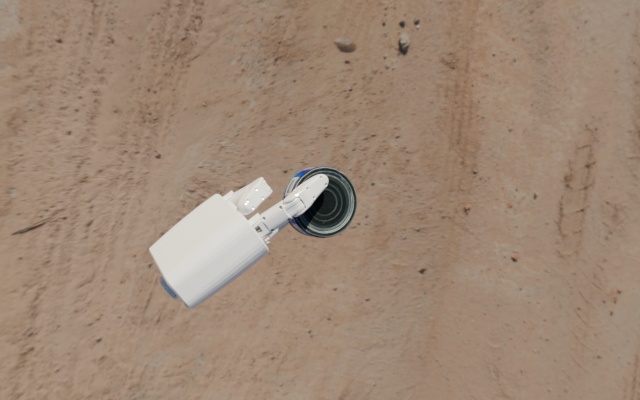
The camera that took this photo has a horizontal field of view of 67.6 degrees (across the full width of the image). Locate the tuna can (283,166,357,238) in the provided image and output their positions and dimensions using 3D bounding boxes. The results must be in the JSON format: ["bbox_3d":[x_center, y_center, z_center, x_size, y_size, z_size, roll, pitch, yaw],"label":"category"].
[{"bbox_3d":[0.000,0.002,0.572,0.086,0.086,0.034,0,0,-21],"label":"tuna can"}]
